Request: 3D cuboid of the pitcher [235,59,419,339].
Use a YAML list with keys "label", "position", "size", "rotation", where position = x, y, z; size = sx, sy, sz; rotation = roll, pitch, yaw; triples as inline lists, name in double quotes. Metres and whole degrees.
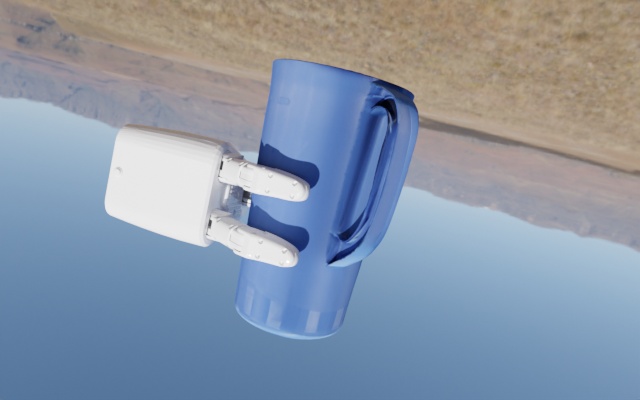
- label: "pitcher"
  position: [0.000, 0.001, 0.443]
  size: [0.145, 0.243, 0.149]
  rotation: [14, 7, 10]
